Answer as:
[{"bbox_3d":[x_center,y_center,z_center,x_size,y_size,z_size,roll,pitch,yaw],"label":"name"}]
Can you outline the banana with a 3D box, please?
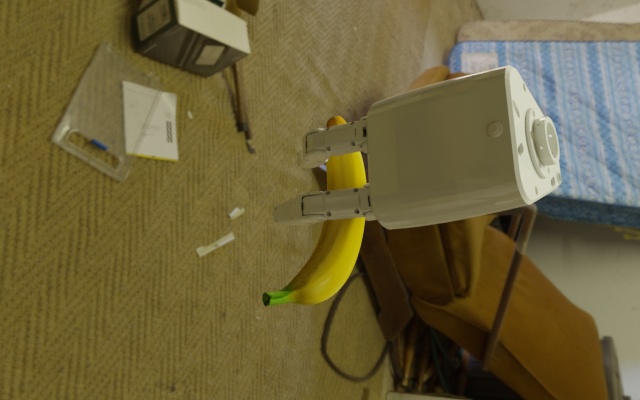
[{"bbox_3d":[0.012,0.014,0.434,0.037,0.197,0.070,-14,-41,45],"label":"banana"}]
